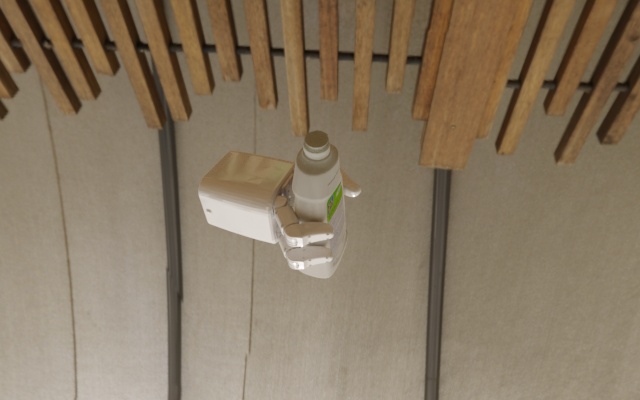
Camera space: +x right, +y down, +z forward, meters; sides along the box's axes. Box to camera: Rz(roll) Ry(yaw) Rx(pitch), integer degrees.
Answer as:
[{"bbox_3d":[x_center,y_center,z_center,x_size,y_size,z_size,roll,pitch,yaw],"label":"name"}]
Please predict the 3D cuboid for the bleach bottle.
[{"bbox_3d":[0.000,0.002,0.646,0.068,0.102,0.251,14,-37,12],"label":"bleach bottle"}]
